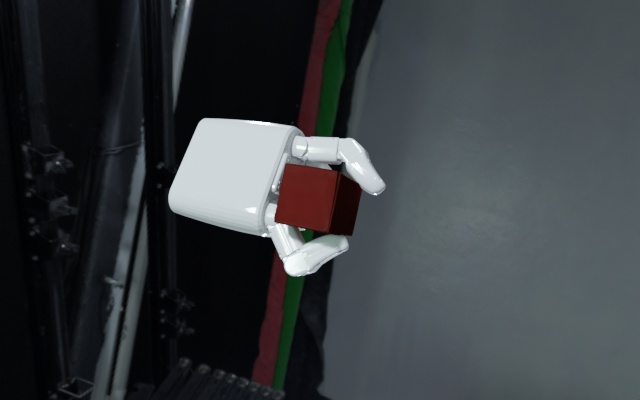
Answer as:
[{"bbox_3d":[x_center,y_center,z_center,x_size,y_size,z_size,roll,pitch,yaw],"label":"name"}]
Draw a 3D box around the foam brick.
[{"bbox_3d":[0.000,0.001,0.426,0.051,0.053,0.078,11,-3,19],"label":"foam brick"}]
